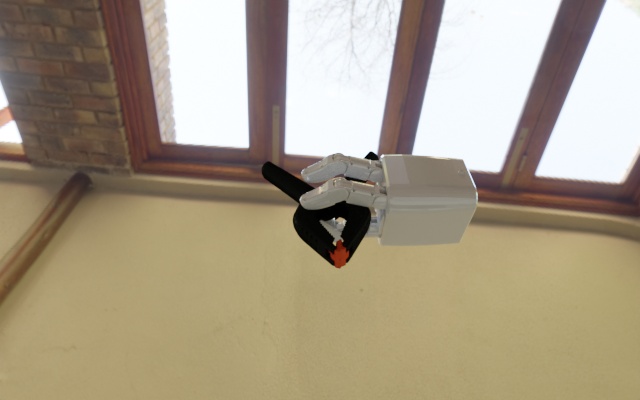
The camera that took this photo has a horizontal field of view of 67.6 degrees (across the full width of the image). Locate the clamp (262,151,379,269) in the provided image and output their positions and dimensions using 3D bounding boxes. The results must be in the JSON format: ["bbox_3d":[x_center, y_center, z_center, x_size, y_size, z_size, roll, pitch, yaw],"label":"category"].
[{"bbox_3d":[0.000,0.003,0.605,0.164,0.036,0.209,-3,38,2],"label":"clamp"}]
